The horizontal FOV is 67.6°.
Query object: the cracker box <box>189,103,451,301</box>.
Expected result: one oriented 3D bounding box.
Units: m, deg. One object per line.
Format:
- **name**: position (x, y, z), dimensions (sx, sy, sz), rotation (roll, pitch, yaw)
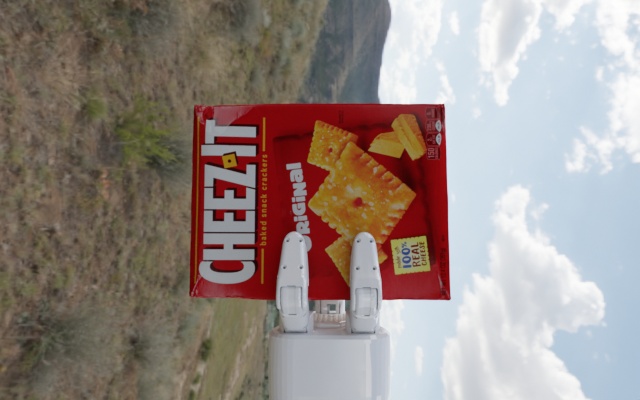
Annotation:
- **cracker box**: position (0.000, 0.001, 0.415), dimensions (0.214, 0.164, 0.072), rotation (0, -4, 2)
